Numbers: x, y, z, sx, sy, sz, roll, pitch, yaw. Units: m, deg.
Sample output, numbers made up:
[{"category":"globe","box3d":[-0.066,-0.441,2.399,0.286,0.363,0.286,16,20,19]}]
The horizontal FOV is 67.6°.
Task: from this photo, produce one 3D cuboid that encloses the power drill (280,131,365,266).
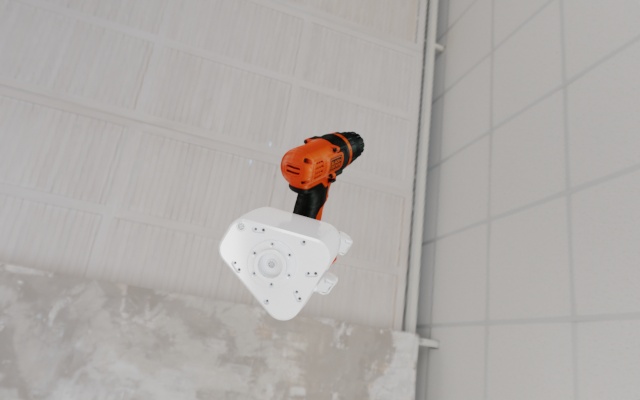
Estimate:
[{"category":"power drill","box3d":[0.000,0.003,0.647,0.057,0.188,0.184,17,23,25]}]
